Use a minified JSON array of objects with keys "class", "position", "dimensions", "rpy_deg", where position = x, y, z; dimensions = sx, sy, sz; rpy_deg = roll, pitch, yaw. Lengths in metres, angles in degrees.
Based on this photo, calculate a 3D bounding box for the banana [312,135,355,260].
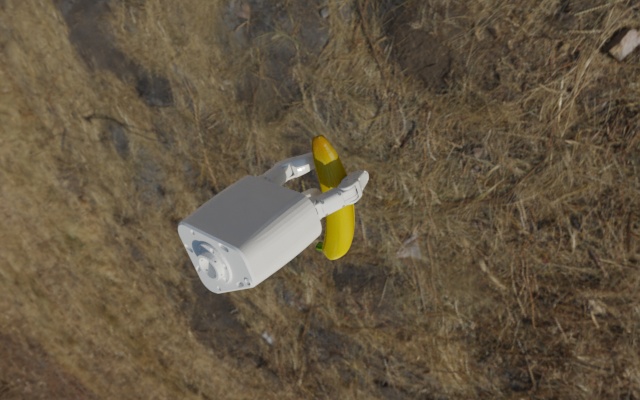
[{"class":"banana","position":[0.014,0.012,0.609],"dimensions":[0.069,0.198,0.037],"rpy_deg":[29,48,30]}]
